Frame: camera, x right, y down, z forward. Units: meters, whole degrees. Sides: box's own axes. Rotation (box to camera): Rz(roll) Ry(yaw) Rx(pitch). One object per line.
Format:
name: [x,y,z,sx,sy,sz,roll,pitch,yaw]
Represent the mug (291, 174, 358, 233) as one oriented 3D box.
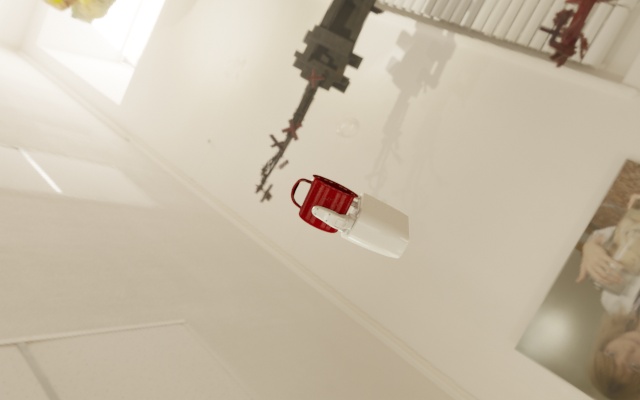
mug: [-0.001,0.002,0.881,0.117,0.081,0.093,25,9,-2]
